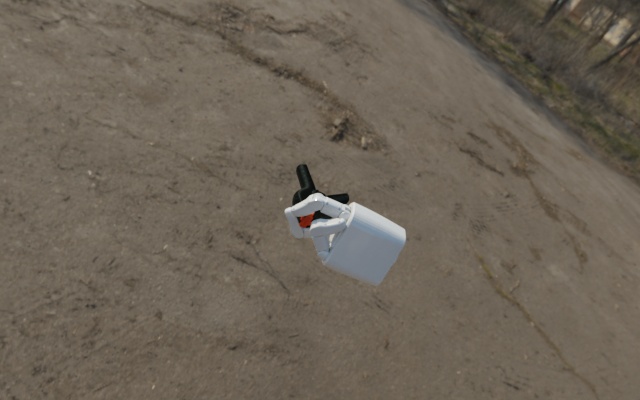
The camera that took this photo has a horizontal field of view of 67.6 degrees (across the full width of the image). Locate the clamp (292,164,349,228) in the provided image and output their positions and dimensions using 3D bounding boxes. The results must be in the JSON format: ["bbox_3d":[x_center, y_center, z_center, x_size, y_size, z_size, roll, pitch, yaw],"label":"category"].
[{"bbox_3d":[0.000,0.002,0.879,0.120,0.039,0.171,25,33,-11],"label":"clamp"}]
